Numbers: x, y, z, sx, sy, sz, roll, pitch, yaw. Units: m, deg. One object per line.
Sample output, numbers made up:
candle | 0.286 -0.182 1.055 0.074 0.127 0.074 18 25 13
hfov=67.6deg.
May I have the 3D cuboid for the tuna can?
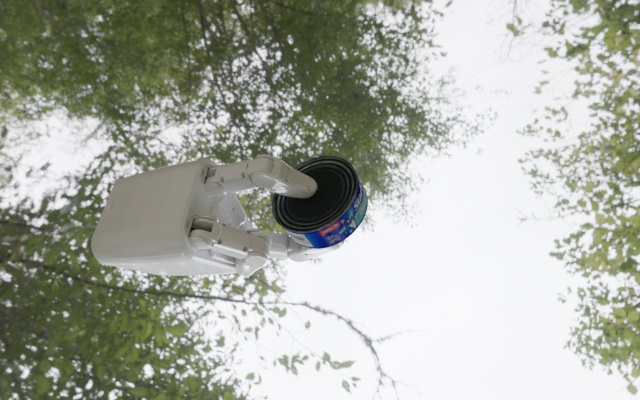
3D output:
tuna can | 0.000 0.002 0.444 0.086 0.086 0.034 0 -35 30
